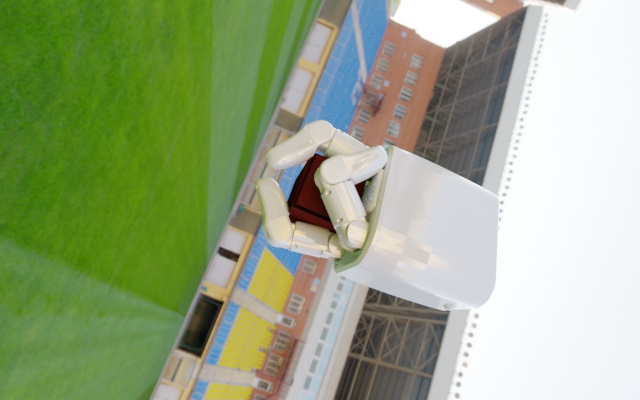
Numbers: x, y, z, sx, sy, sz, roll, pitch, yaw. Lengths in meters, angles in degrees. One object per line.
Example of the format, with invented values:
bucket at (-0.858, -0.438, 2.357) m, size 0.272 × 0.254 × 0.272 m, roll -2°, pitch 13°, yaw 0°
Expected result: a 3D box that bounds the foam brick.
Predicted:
foam brick at (0.000, 0.001, 0.422) m, size 0.051 × 0.053 × 0.078 m, roll 22°, pitch -18°, yaw -7°
